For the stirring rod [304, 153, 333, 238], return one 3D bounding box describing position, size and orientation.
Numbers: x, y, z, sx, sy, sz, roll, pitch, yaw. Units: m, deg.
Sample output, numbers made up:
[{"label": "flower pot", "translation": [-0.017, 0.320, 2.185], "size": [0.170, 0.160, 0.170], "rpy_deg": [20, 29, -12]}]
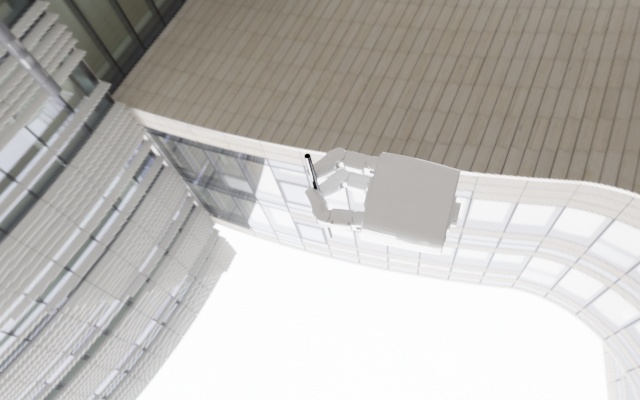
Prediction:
[{"label": "stirring rod", "translation": [0.000, 0.002, 0.694], "size": [0.011, 0.011, 0.240], "rpy_deg": [0, -28, 9]}]
